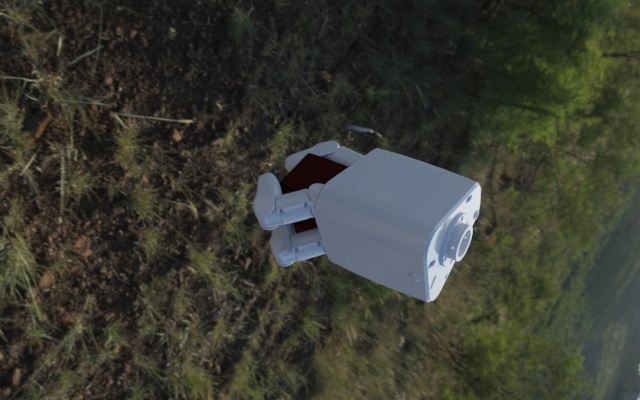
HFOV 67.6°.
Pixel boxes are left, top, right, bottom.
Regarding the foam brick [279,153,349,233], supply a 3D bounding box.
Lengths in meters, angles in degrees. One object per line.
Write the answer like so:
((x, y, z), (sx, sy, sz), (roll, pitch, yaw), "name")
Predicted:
((0.000, 0.002, 0.485), (0.051, 0.053, 0.078), (23, -32, 32), "foam brick")
